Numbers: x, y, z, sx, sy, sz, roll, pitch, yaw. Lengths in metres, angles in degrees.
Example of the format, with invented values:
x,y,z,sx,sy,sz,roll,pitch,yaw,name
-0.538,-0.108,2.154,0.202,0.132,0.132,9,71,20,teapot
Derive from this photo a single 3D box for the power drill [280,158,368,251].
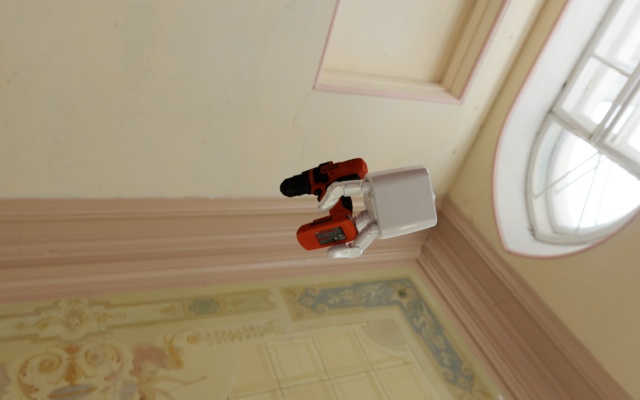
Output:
x,y,z,sx,sy,sz,roll,pitch,yaw,name
0.000,0.003,0.898,0.184,0.187,0.057,-16,-48,18,power drill
